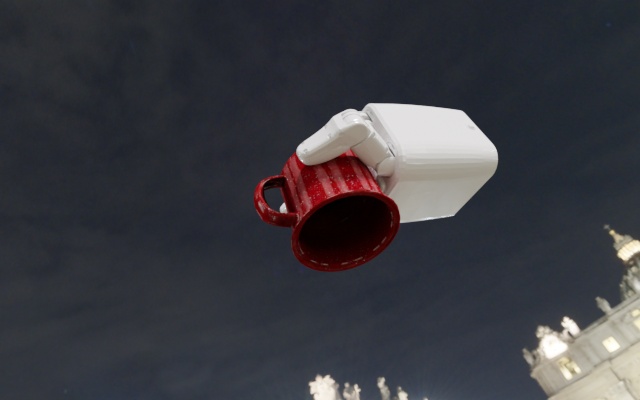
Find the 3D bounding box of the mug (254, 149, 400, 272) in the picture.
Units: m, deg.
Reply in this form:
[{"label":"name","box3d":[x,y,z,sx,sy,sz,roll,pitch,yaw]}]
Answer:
[{"label":"mug","box3d":[-0.001,0.001,0.412,0.117,0.093,0.081,0,41,-20]}]
